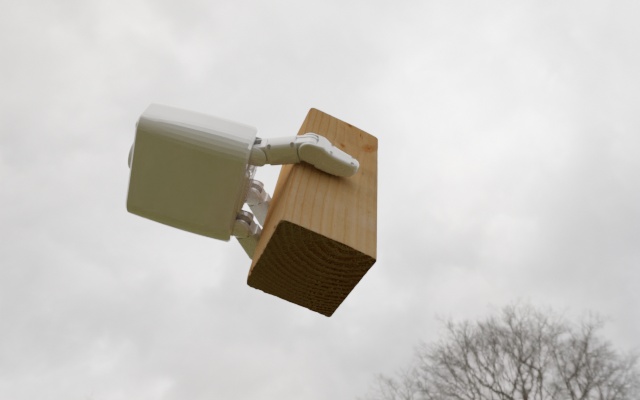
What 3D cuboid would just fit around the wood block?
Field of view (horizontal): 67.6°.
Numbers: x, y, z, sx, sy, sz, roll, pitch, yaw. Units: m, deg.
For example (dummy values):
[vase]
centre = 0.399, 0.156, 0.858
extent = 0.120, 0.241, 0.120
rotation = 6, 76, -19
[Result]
[wood block]
centre = 0.000, 0.001, 0.493
extent = 0.090, 0.091, 0.206
rotation = 24, 36, -11
